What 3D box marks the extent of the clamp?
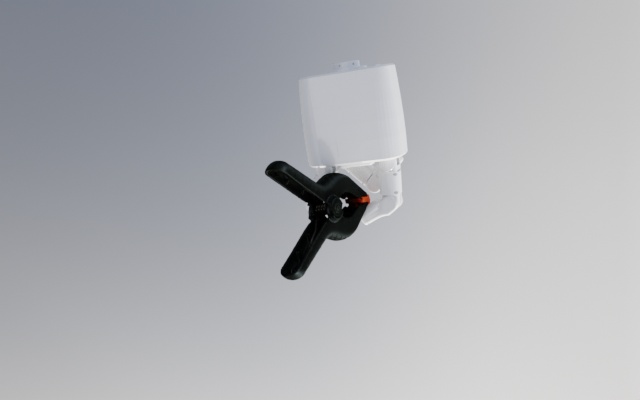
[{"bbox_3d":[0.001,0.002,0.530,0.039,0.120,0.171,1,17,32],"label":"clamp"}]
